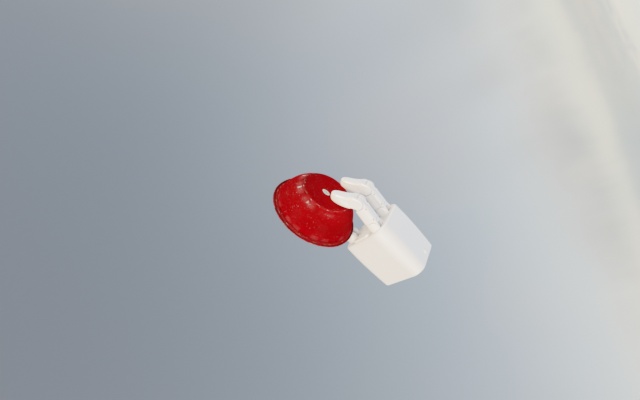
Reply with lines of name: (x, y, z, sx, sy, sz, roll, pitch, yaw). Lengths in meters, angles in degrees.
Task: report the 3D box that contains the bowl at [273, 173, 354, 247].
bowl: (-0.001, 0.002, 0.845, 0.162, 0.162, 0.055, 0, -41, -36)
